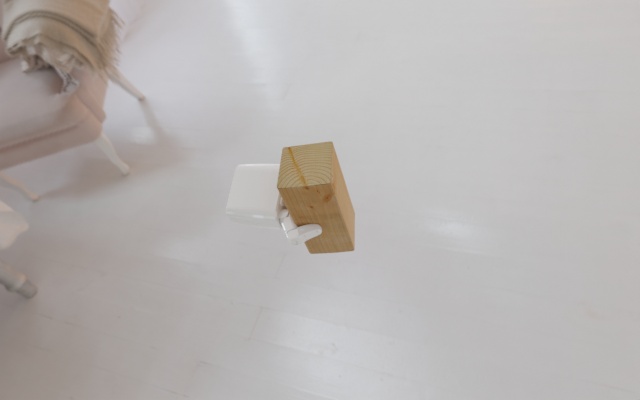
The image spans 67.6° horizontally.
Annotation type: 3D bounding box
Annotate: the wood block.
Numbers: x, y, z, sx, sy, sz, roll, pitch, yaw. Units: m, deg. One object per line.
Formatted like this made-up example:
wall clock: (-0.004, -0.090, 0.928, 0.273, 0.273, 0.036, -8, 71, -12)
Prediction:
wood block: (0.000, 0.003, 0.845, 0.090, 0.090, 0.206, -5, -37, 13)
